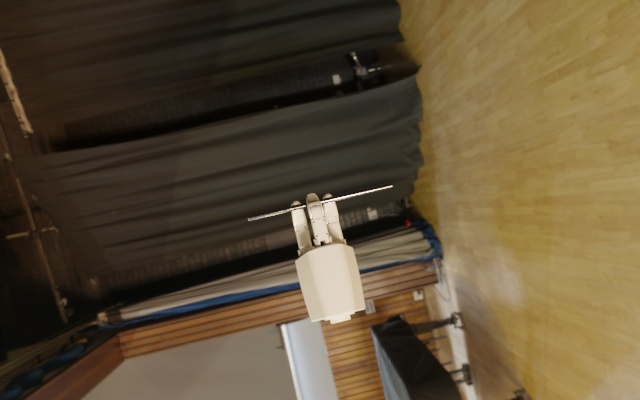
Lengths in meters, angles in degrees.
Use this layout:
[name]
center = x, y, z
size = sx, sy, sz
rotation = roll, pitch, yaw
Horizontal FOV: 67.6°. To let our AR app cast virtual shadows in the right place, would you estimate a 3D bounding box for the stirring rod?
[stirring rod]
center = 0.000, 0.003, 0.781
size = 0.239, 0.011, 0.011
rotation = -13, 1, -4
